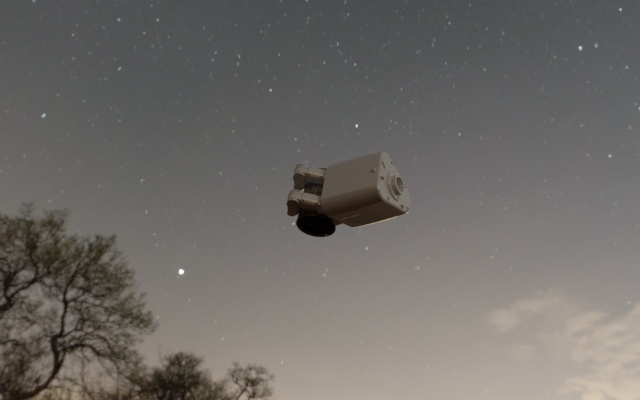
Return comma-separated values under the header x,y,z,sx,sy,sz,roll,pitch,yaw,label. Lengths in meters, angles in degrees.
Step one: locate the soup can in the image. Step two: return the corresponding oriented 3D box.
x,y,z,sx,sy,sz,roll,pitch,yaw,label
0.000,0.003,0.830,0.068,0.102,0.069,8,-34,5,soup can
